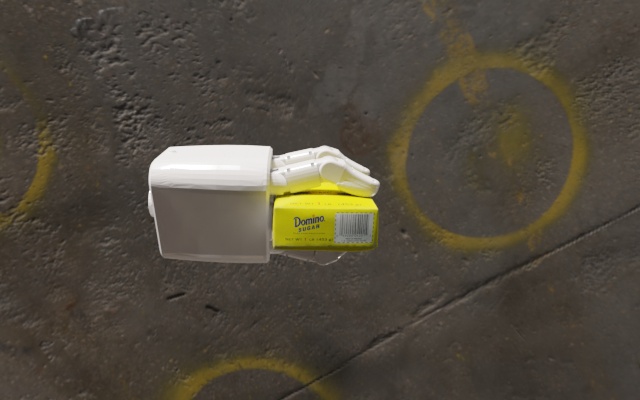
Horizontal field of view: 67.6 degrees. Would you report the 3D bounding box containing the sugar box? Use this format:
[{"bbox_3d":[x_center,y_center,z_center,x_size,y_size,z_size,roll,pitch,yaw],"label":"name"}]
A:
[{"bbox_3d":[0.000,0.001,0.494,0.093,0.048,0.176,1,17,-4],"label":"sugar box"}]
